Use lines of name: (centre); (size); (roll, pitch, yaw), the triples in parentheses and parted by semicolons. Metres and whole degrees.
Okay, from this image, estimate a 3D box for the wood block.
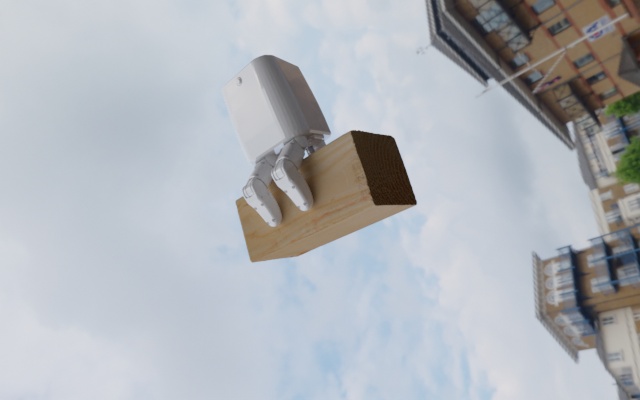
wood block: (0.000, 0.002, 0.590); (0.206, 0.090, 0.091); (-27, -16, 38)
